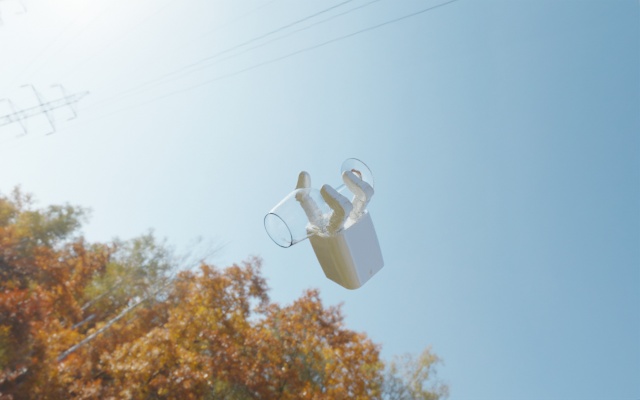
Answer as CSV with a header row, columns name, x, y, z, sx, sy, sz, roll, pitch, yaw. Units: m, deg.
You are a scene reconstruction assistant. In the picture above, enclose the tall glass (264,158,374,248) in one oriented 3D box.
name,x,y,z,sx,sy,sz,roll,pitch,yaw
tall glass,0.000,0.002,0.790,0.079,0.079,0.201,0,26,48
